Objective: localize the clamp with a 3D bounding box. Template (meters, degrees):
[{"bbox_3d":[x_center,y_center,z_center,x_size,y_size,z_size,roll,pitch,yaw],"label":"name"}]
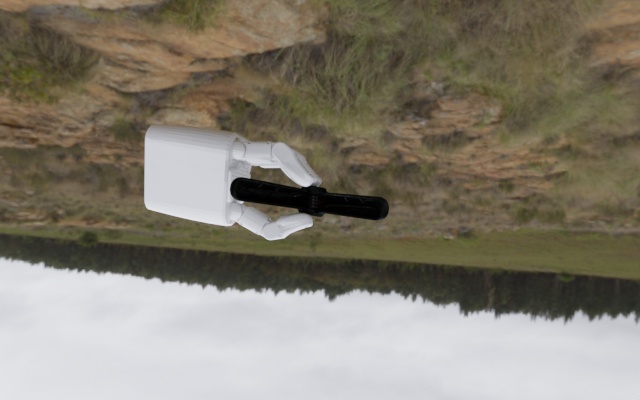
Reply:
[{"bbox_3d":[0.000,0.003,0.575,0.164,0.036,0.210,9,-1,8],"label":"clamp"}]
